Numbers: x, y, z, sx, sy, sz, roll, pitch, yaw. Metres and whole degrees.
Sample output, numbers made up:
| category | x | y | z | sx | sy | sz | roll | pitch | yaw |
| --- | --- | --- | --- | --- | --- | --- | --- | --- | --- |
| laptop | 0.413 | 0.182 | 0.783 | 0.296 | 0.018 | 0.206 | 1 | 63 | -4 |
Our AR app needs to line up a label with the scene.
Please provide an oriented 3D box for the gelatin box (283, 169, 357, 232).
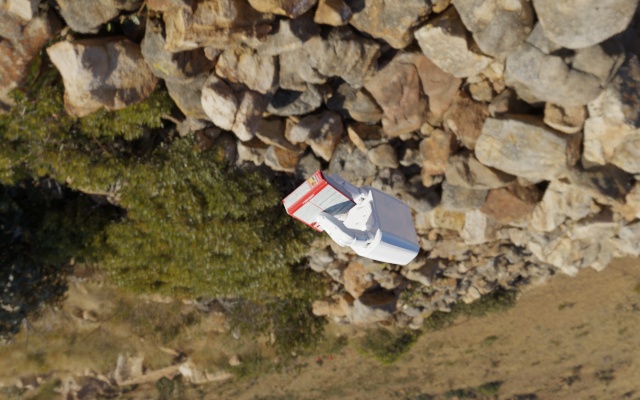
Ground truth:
| category | x | y | z | sx | sy | sz | roll | pitch | yaw |
| --- | --- | --- | --- | --- | --- | --- | --- | --- | --- |
| gelatin box | 0.000 | 0.003 | 0.702 | 0.073 | 0.030 | 0.089 | -39 | -39 | 16 |
